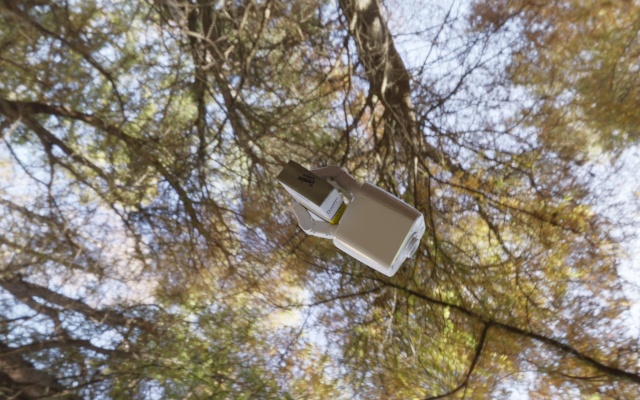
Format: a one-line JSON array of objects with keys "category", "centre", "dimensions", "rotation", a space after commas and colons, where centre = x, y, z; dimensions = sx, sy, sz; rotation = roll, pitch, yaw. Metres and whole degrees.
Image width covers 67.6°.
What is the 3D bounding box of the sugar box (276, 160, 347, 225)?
[{"category": "sugar box", "centre": [0.001, 0.002, 0.796], "dimensions": [0.093, 0.048, 0.176], "rotation": [33, -10, 25]}]
